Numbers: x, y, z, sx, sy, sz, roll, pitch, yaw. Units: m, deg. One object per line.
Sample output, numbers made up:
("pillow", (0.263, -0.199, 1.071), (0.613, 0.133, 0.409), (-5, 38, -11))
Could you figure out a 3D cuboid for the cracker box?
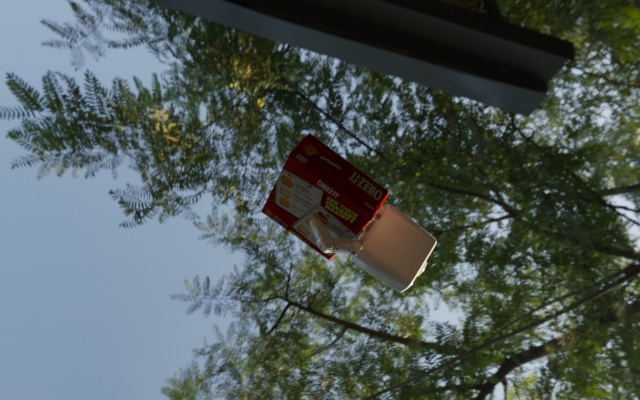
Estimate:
("cracker box", (0.000, 0.003, 0.834), (0.164, 0.072, 0.214), (36, -32, 0))
